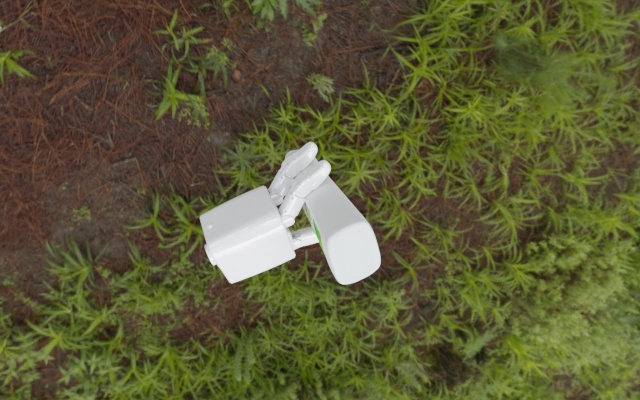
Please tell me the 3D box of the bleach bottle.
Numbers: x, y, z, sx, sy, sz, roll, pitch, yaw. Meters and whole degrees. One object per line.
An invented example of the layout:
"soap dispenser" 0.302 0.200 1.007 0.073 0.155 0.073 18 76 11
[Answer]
"bleach bottle" 0.000 0.002 0.700 0.068 0.103 0.250 -24 39 -7
